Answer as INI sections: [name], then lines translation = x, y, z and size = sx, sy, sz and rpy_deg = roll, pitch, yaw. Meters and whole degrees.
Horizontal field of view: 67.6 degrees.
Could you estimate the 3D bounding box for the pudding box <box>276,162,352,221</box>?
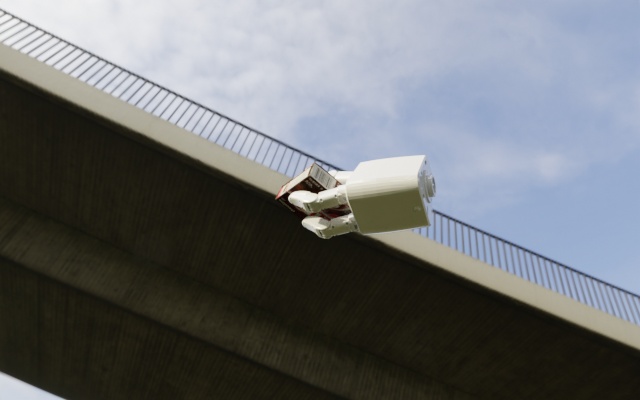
[pudding box]
translation = 0.000, 0.002, 0.760
size = 0.113, 0.039, 0.090
rpy_deg = 41, -47, -17
